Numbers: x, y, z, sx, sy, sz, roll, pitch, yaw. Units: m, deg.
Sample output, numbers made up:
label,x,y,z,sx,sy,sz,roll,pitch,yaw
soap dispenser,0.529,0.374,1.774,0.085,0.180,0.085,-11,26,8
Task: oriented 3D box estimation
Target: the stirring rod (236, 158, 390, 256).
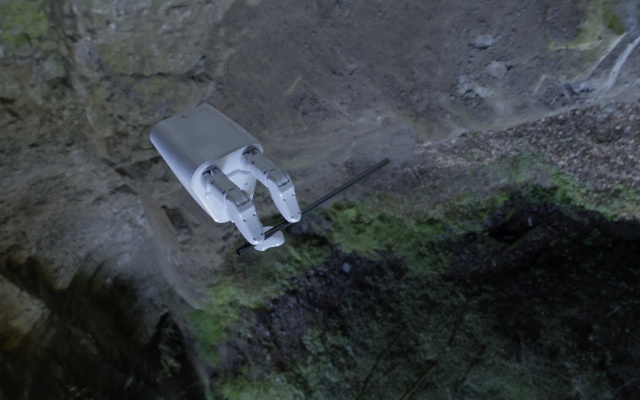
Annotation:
label,x,y,z,sx,sy,sz,roll,pitch,yaw
stirring rod,0.000,0.002,0.576,0.239,0.011,0.011,-32,17,-29
